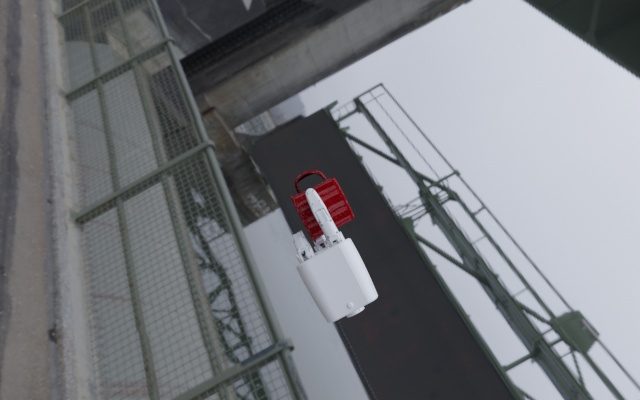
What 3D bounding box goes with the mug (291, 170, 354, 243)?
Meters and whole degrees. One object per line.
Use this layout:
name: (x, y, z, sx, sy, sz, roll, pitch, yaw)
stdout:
mug: (0.000, 0.001, 0.827, 0.081, 0.117, 0.093, -27, -6, 0)
